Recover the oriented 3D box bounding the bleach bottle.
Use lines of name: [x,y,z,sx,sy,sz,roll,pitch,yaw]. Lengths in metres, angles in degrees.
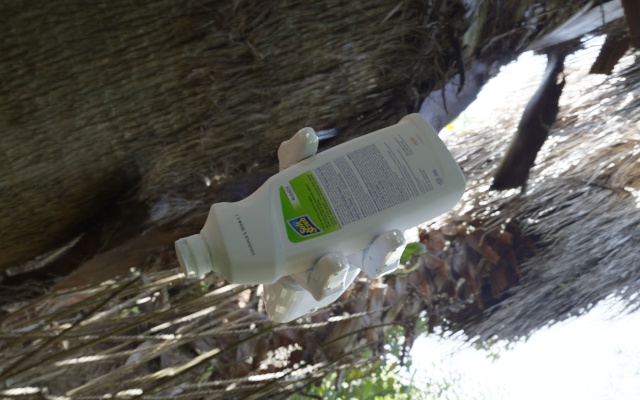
bleach bottle: [0.000,0.001,0.412,0.251,0.102,0.068,-19,-25,-24]
